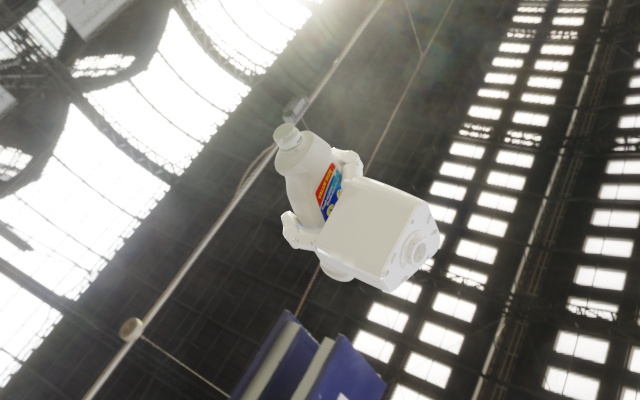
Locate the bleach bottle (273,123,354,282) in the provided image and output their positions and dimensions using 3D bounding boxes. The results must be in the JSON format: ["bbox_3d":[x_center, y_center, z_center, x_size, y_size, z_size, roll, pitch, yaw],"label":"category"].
[{"bbox_3d":[0.000,0.002,0.654,0.068,0.102,0.251,21,-27,42],"label":"bleach bottle"}]
